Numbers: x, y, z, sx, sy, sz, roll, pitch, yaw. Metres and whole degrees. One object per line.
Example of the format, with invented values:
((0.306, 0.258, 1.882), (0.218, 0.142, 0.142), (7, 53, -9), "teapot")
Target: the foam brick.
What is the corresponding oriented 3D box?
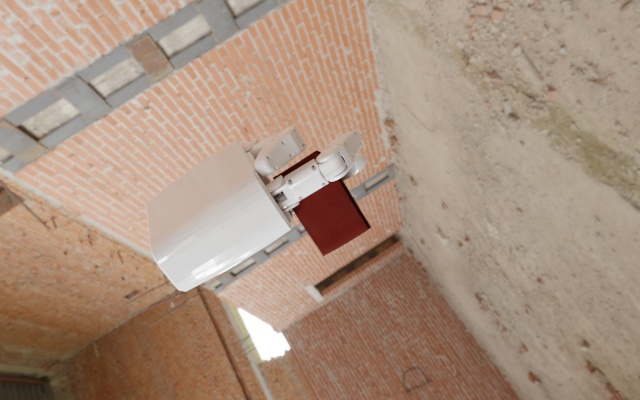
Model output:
((0.000, 0.002, 0.441), (0.051, 0.078, 0.053), (-34, 18, -3), "foam brick")
